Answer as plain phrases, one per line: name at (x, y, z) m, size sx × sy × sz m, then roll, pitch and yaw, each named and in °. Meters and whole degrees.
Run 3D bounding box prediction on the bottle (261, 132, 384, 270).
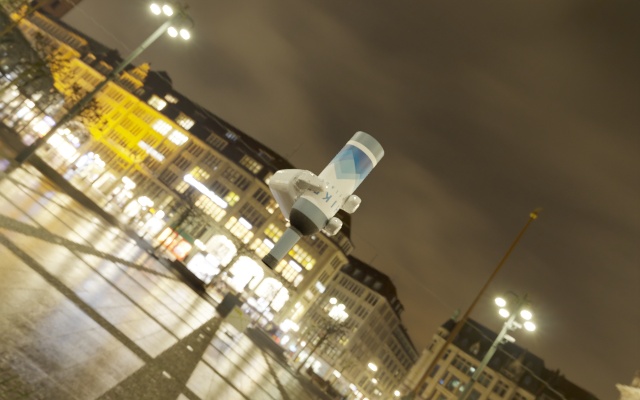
bottle at (0.000, 0.003, 0.856) m, size 0.069 × 0.295 × 0.069 m, roll 37°, pitch -15°, yaw 12°
